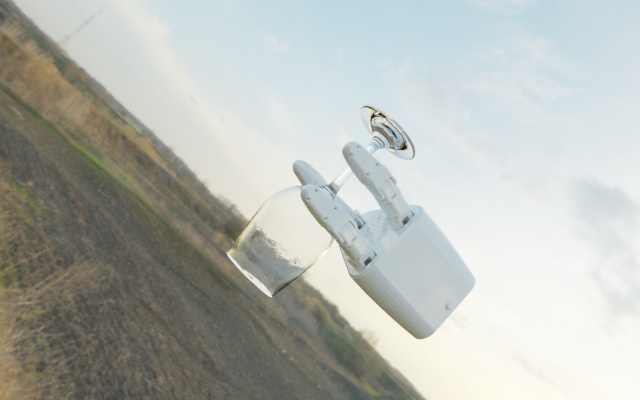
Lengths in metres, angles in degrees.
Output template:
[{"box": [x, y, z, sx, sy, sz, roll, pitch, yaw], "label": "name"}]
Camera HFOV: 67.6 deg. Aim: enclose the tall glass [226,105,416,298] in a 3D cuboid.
[{"box": [0.000, 0.001, 0.470, 0.079, 0.201, 0.079, 43, -9, 9], "label": "tall glass"}]
